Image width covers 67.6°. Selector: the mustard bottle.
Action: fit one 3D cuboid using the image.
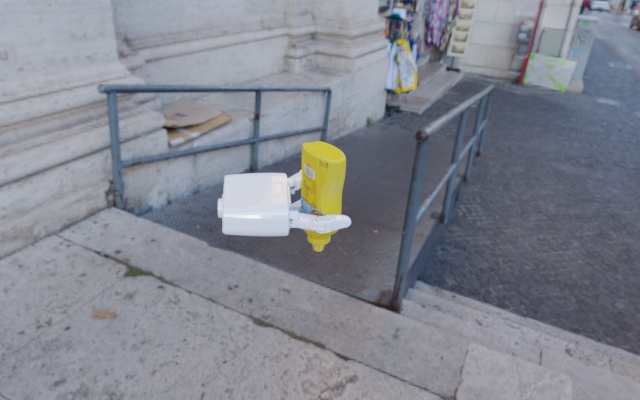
[{"bbox_3d":[0.000,0.002,0.817,0.058,0.192,0.096,-12,30,-29],"label":"mustard bottle"}]
